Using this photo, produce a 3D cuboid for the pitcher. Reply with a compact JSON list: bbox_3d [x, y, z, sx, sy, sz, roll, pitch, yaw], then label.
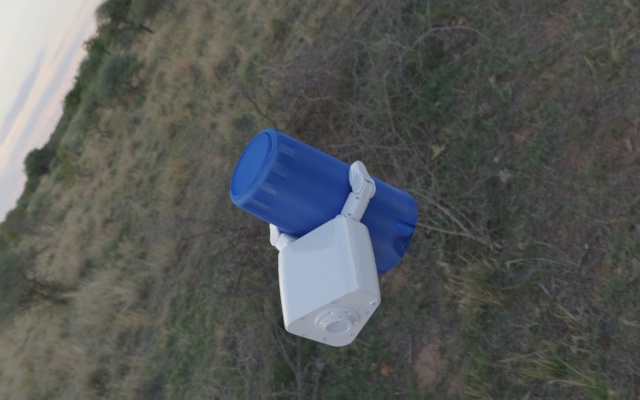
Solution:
[{"bbox_3d":[0.000,0.002,0.660,0.243,0.145,0.149,27,-55,-29],"label":"pitcher"}]
